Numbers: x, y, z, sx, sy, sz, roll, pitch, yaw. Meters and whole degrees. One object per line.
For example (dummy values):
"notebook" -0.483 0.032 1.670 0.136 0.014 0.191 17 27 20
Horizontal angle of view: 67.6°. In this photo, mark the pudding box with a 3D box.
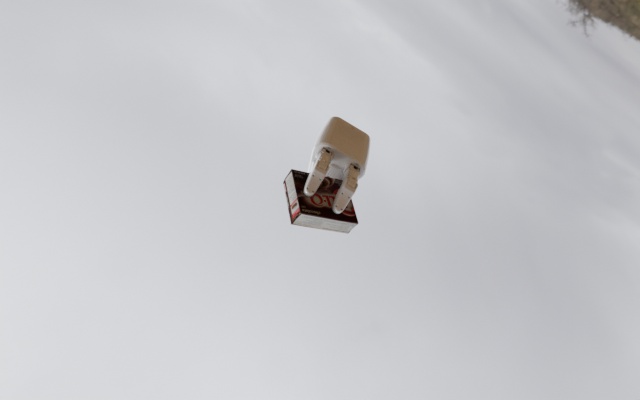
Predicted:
"pudding box" 0.000 0.003 0.782 0.113 0.090 0.039 9 -42 -29
